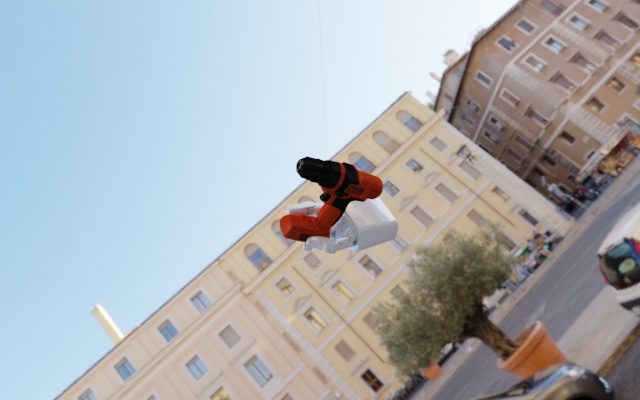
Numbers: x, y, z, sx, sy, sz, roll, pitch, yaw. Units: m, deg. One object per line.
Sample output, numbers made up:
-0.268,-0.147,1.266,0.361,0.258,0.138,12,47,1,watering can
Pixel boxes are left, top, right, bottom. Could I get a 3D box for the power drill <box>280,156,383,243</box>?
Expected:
0.000,0.003,0.894,0.184,0.057,0.188,16,-48,-32,power drill
